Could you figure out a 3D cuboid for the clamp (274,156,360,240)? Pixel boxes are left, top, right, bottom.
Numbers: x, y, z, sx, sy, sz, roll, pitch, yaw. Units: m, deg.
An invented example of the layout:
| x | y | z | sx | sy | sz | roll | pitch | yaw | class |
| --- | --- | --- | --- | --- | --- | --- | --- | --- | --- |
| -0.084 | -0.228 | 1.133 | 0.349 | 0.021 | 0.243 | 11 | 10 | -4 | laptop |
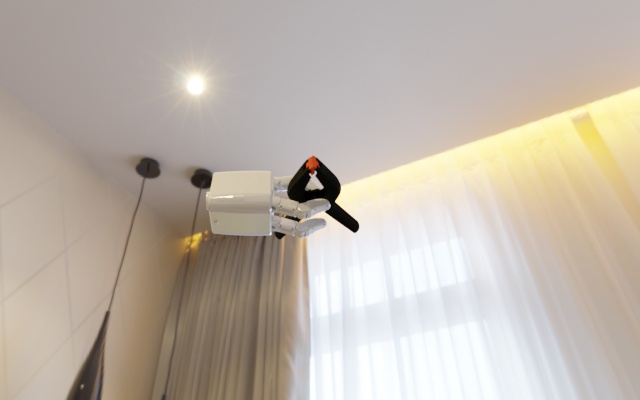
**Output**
| x | y | z | sx | sy | sz | roll | pitch | yaw | class |
| --- | --- | --- | --- | --- | --- | --- | --- | --- | --- |
| 0.000 | 0.002 | 0.862 | 0.164 | 0.036 | 0.210 | -1 | -40 | -7 | clamp |
